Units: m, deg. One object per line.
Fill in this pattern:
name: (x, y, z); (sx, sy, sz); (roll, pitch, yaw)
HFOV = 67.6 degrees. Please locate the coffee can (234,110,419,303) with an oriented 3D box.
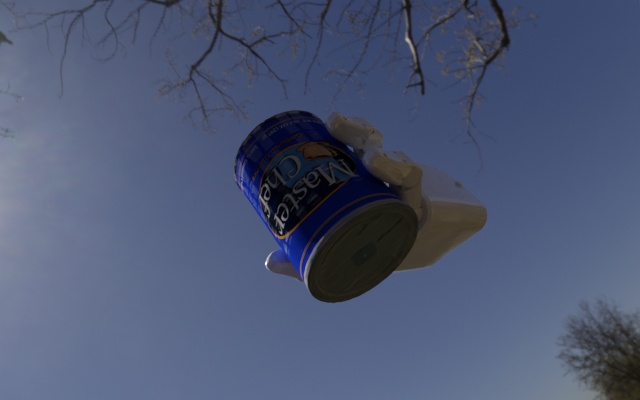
coffee can: (0.000, 0.001, 0.411); (0.103, 0.103, 0.140); (0, 37, -39)
